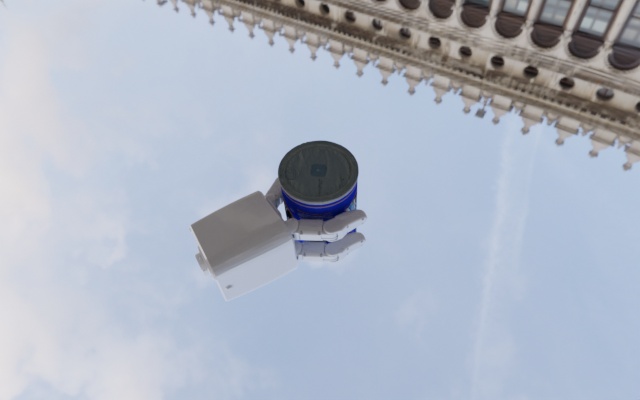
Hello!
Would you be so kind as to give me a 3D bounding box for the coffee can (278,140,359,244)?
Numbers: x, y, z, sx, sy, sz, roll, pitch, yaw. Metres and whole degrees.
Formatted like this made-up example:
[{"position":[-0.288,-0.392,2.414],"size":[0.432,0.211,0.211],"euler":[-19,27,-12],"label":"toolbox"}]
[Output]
[{"position":[0.000,0.002,0.658],"size":[0.103,0.102,0.140],"euler":[0,-36,3],"label":"coffee can"}]
